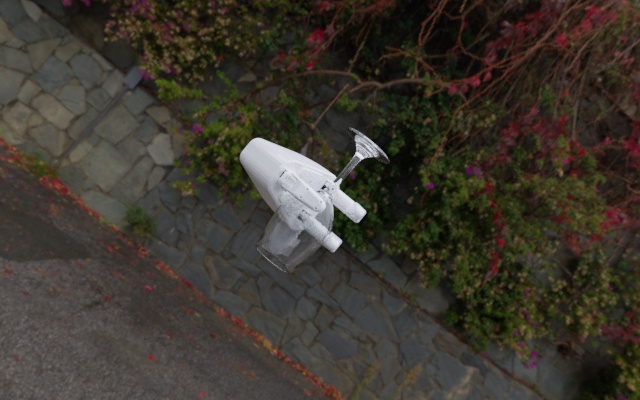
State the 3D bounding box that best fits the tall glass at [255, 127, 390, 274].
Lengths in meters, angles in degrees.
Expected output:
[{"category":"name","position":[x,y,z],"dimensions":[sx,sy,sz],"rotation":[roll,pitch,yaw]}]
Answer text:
[{"category":"tall glass","position":[0.001,0.002,0.638],"dimensions":[0.079,0.201,0.079],"rotation":[40,-1,1]}]
